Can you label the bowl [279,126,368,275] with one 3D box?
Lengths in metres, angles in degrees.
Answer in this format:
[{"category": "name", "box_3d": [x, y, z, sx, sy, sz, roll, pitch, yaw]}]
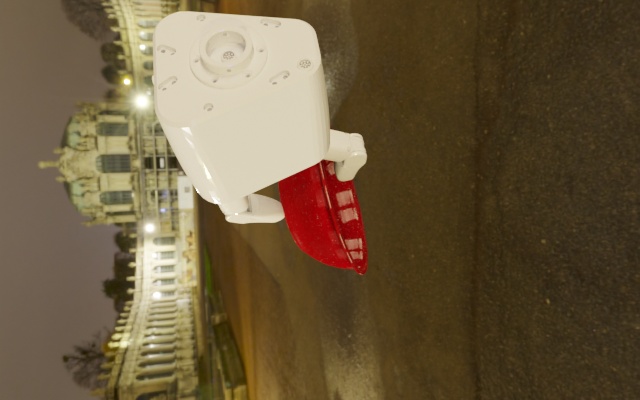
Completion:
[{"category": "bowl", "box_3d": [0.000, 0.002, 0.485, 0.055, 0.162, 0.162, -16, -4, 13]}]
